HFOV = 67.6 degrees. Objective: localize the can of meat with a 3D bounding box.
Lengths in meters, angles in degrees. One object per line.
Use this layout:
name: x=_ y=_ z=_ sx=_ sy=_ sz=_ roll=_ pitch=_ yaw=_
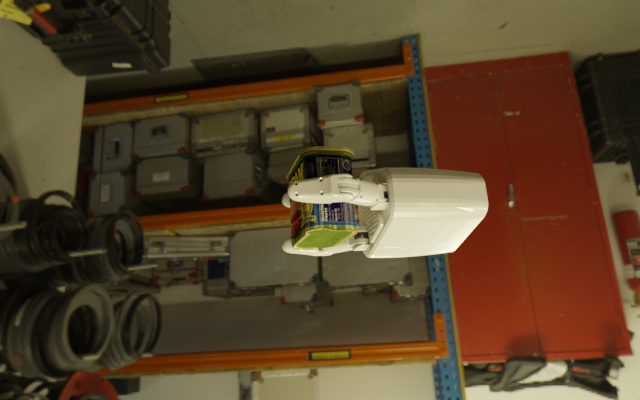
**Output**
can of meat: x=0.000 y=0.002 z=0.500 sx=0.057 sy=0.084 sz=0.102 roll=1 pitch=-16 yaw=-16
